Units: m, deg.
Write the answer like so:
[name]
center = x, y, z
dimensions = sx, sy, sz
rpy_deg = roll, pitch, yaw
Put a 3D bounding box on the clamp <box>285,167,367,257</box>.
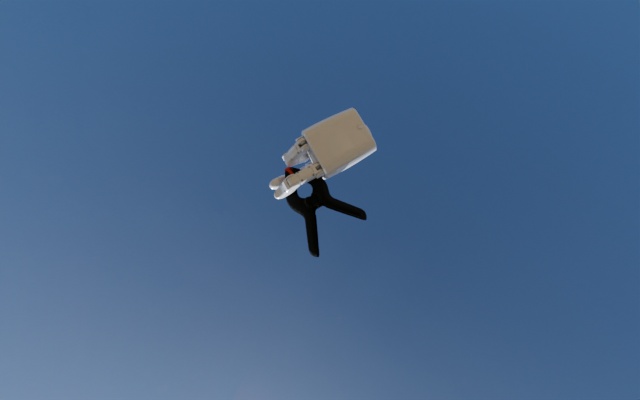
[clamp]
center = 0.000, 0.003, 0.863
dimensions = 0.120, 0.171, 0.039
rpy_deg = -28, -13, -5
